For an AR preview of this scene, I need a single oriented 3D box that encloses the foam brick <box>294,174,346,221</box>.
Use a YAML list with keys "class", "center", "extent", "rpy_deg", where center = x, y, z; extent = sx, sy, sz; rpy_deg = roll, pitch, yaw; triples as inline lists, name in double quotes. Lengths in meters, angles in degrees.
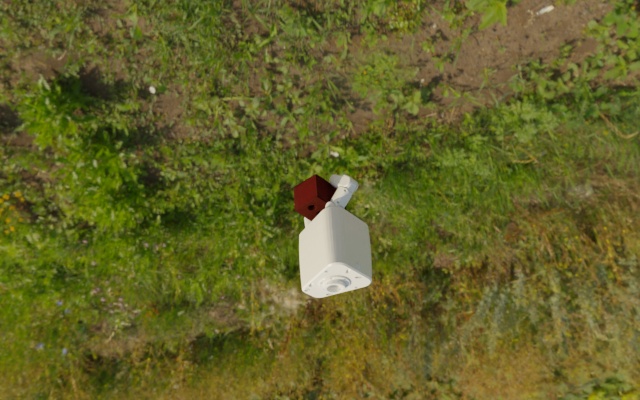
- class: "foam brick"
  center: [0.000, 0.002, 0.806]
  extent: [0.053, 0.051, 0.078]
  rpy_deg: [-31, -47, 31]
